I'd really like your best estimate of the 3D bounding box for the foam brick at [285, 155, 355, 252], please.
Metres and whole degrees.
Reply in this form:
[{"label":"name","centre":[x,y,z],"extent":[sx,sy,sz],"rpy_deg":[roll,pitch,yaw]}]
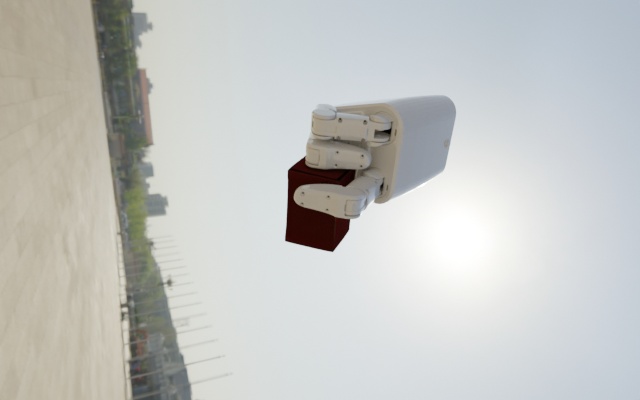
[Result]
[{"label":"foam brick","centre":[0.000,0.002,0.466],"extent":[0.053,0.078,0.051],"rpy_deg":[14,27,17]}]
